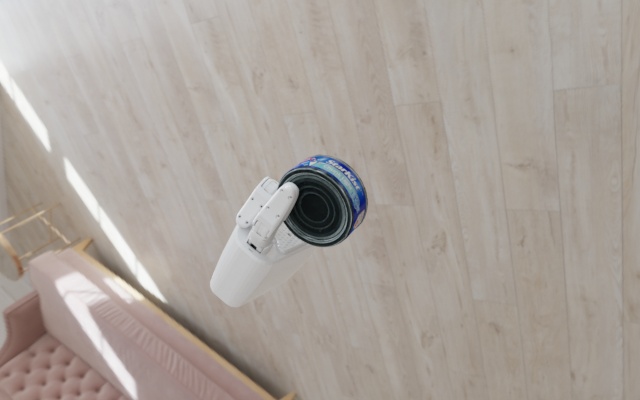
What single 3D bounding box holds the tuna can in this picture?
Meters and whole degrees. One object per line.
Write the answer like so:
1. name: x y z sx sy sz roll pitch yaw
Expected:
1. tuna can: 0.000 0.002 0.461 0.086 0.086 0.033 0 24 31
